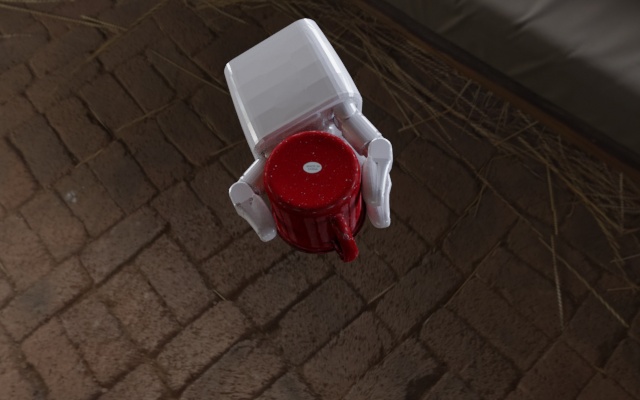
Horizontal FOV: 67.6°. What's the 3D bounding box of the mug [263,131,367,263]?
[{"bbox_3d":[0.001,0.003,0.422,0.093,0.117,0.081,-24,-24,-6],"label":"mug"}]
